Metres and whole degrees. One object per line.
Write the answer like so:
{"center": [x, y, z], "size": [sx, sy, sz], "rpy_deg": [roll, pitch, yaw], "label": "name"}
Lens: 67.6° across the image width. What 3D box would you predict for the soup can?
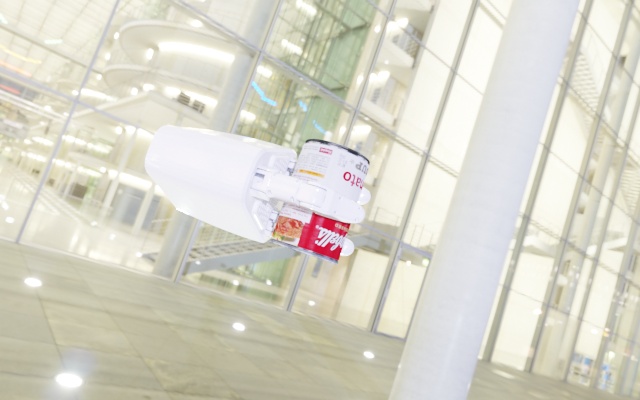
{"center": [0.001, 0.001, 0.449], "size": [0.068, 0.102, 0.068], "rpy_deg": [19, -7, 2], "label": "soup can"}
